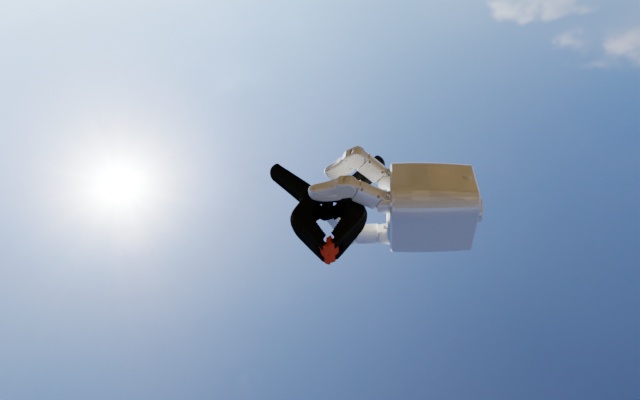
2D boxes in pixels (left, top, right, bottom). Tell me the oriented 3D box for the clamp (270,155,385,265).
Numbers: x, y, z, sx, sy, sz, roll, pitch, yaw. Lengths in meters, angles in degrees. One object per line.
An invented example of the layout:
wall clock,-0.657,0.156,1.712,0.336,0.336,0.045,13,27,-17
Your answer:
clamp,0.000,0.003,0.619,0.164,0.036,0.209,-1,35,9
